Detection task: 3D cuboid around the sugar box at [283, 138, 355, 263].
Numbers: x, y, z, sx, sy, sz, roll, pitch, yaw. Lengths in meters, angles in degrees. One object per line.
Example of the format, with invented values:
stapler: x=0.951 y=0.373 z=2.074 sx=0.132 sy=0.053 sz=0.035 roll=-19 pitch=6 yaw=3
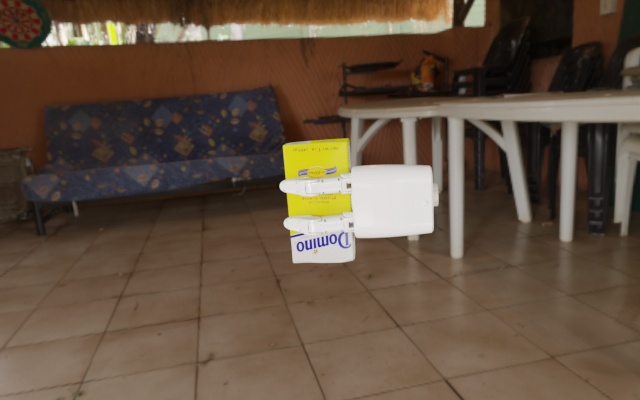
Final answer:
sugar box: x=0.000 y=0.002 z=0.690 sx=0.093 sy=0.176 sz=0.048 roll=-3 pitch=12 yaw=8
